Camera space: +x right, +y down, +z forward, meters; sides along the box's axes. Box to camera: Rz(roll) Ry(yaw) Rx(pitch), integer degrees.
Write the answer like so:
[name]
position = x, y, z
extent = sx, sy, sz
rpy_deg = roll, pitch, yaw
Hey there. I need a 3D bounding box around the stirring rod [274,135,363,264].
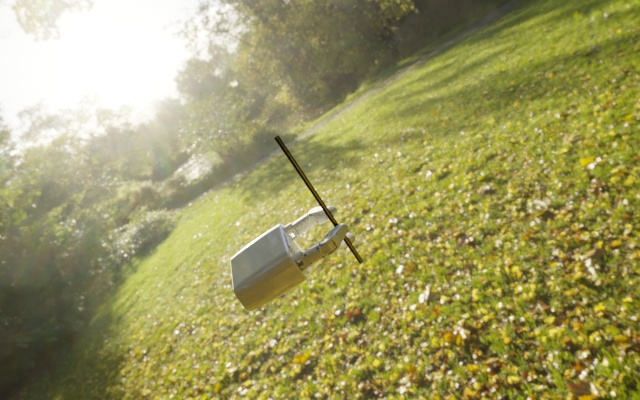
[stirring rod]
position = 0.000, 0.003, 0.735
extent = 0.011, 0.239, 0.011
rpy_deg = -32, 15, 9
